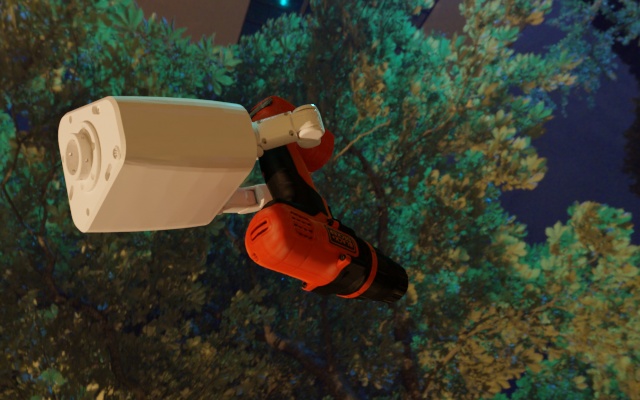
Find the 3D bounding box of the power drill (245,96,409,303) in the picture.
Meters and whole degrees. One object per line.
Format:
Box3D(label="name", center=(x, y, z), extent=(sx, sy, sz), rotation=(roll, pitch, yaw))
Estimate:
Box3D(label="power drill", center=(0.000, 0.001, 0.442), extent=(0.057, 0.187, 0.184), rotation=(-39, -42, 22))
